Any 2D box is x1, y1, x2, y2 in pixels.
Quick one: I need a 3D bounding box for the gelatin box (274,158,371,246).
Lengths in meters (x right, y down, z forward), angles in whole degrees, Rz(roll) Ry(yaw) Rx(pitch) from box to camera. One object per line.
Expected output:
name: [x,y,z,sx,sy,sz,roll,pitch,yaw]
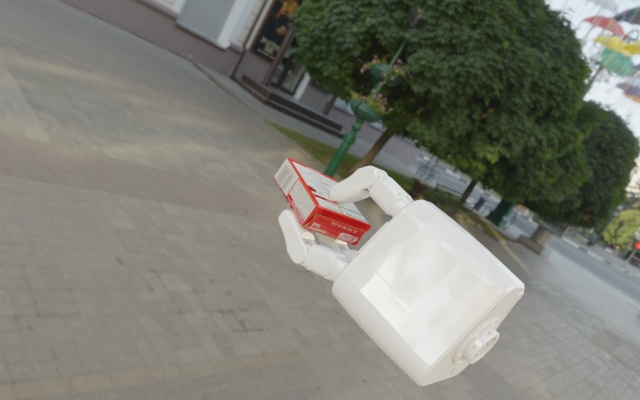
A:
gelatin box: [0.000,0.001,0.487,0.073,0.030,0.089,22,24,-39]
